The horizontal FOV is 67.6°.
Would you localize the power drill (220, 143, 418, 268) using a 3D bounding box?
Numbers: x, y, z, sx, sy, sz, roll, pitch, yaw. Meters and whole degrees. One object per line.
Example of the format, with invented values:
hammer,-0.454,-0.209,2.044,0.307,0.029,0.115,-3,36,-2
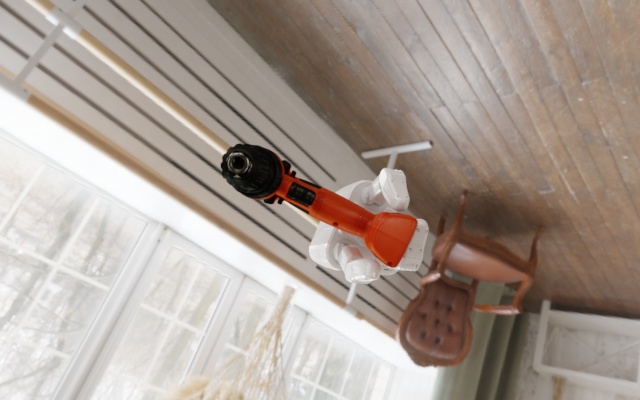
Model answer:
power drill,0.000,0.002,0.480,0.187,0.057,0.184,27,2,5
